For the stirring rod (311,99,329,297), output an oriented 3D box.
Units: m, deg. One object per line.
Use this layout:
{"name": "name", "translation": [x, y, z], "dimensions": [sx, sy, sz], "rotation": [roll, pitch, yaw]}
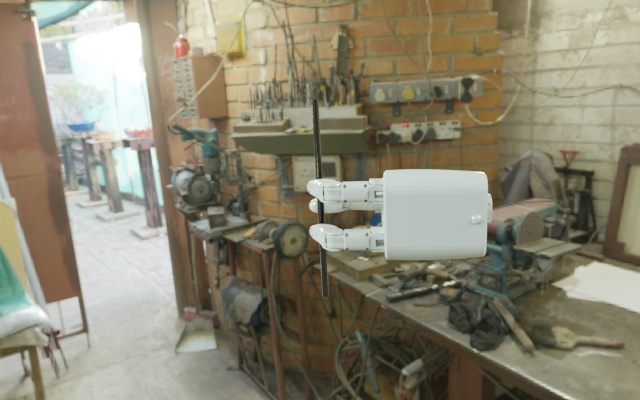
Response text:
{"name": "stirring rod", "translation": [0.000, 0.002, 0.570], "dimensions": [0.011, 0.239, 0.011], "rotation": [-3, 13, 1]}
